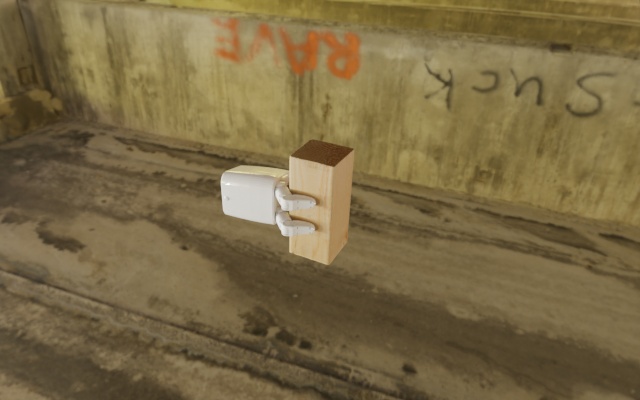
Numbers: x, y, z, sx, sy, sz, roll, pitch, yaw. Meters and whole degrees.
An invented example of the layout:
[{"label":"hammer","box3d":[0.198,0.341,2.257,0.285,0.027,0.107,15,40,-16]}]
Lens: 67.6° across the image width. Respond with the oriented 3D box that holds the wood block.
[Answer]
[{"label":"wood block","box3d":[0.000,0.003,0.896,0.090,0.206,0.090,15,33,21]}]
